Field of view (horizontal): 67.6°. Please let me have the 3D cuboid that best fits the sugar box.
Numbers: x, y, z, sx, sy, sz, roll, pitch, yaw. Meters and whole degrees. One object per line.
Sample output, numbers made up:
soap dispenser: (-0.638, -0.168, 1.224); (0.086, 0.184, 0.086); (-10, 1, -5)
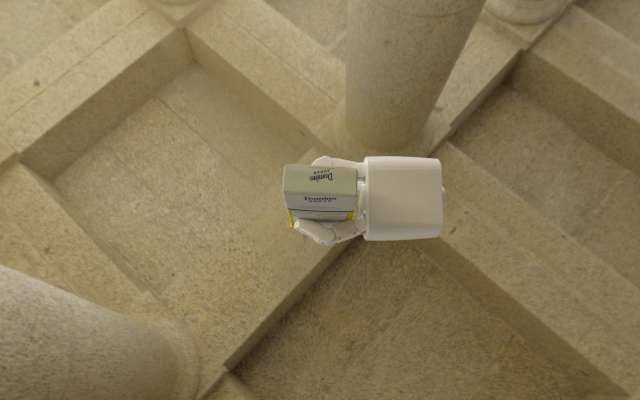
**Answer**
sugar box: (0.000, 0.002, 0.663); (0.093, 0.048, 0.176); (3, -21, 0)
